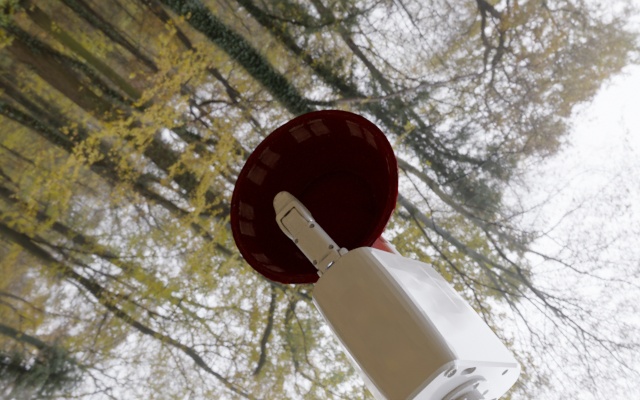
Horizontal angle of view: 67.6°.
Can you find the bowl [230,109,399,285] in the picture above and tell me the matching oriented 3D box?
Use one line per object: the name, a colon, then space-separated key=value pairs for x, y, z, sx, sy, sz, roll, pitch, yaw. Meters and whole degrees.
bowl: x=0.000 y=0.001 z=0.431 sx=0.162 sy=0.162 sz=0.055 roll=0 pitch=-21 yaw=28
